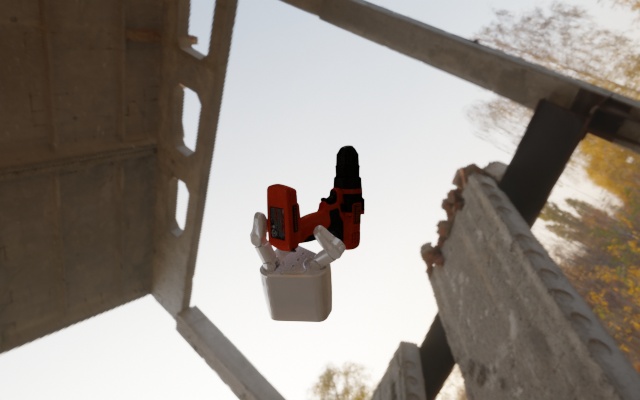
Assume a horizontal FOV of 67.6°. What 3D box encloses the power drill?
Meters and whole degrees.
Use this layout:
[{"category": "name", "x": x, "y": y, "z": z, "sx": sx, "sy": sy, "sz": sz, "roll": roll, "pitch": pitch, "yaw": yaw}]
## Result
[{"category": "power drill", "x": 0.000, "y": 0.003, "z": 0.790, "sx": 0.187, "sy": 0.184, "sz": 0.057, "roll": -8, "pitch": 9, "yaw": -42}]
